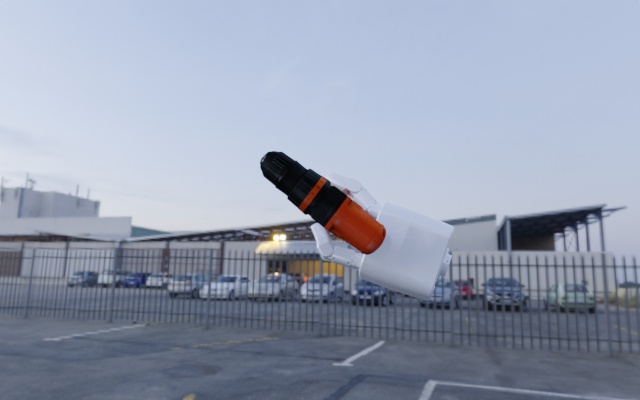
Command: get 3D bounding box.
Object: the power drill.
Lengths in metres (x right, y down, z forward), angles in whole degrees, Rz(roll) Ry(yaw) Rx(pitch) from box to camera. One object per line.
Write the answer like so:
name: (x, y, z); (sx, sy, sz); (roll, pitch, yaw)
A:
power drill: (0.000, 0.002, 0.668); (0.184, 0.057, 0.187); (39, 1, 0)
